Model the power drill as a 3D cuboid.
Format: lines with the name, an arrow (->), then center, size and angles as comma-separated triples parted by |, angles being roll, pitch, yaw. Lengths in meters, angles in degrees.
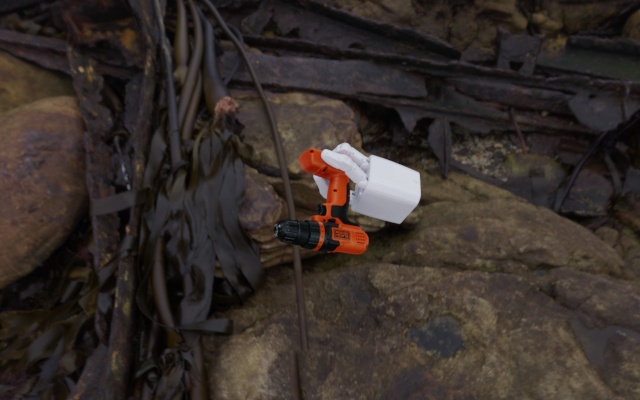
power drill -> 0.000, 0.002, 0.874 | 0.184, 0.187, 0.057 | 12, -26, -30
